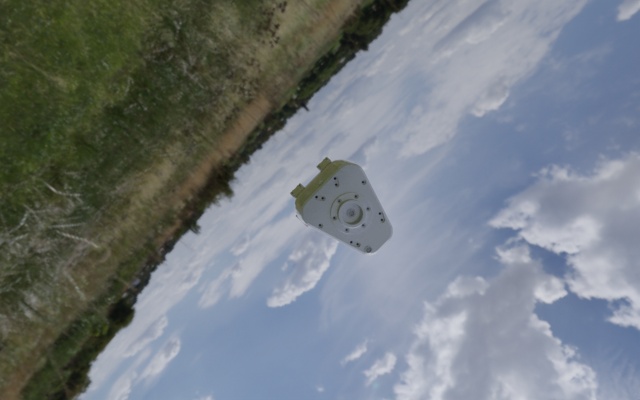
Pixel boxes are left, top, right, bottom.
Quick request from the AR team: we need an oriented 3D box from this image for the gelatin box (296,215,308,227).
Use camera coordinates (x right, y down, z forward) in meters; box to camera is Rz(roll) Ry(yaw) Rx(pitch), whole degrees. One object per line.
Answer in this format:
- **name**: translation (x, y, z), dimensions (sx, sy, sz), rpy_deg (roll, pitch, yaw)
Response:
- **gelatin box**: translation (0.000, 0.003, 0.747), dimensions (0.030, 0.073, 0.089), rpy_deg (43, -13, -2)
